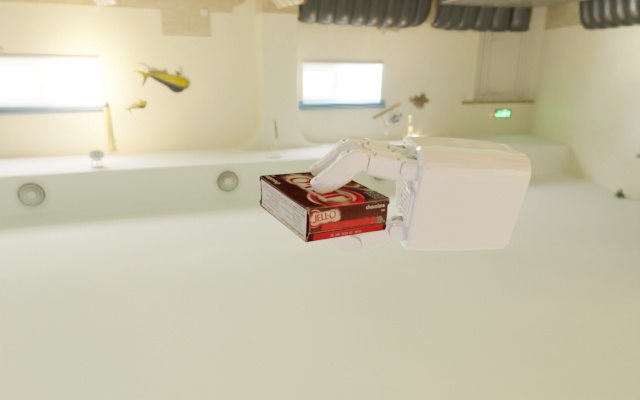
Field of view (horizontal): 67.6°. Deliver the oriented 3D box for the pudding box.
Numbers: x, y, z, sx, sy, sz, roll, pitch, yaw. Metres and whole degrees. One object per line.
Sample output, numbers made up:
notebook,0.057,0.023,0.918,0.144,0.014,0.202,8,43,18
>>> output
pudding box,0.000,0.002,0.480,0.090,0.039,0.113,-5,18,-29
